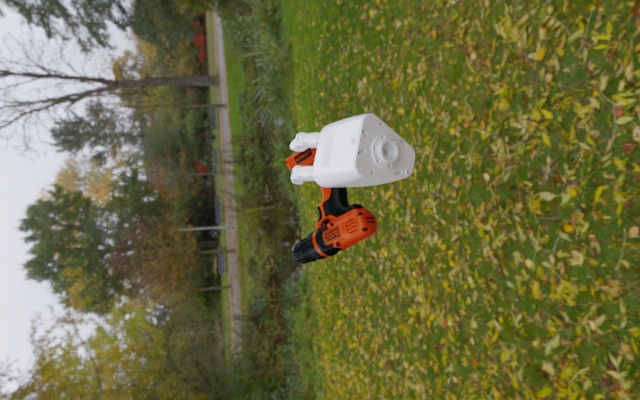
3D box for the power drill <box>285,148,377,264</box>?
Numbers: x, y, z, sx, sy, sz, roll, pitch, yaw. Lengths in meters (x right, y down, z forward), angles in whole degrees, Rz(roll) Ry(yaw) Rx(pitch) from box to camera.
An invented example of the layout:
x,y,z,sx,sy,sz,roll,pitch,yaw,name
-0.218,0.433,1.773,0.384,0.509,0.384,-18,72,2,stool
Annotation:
x,y,z,sx,sy,sz,roll,pitch,yaw,name
0.000,0.002,0.816,0.184,0.187,0.057,-28,-17,38,power drill
